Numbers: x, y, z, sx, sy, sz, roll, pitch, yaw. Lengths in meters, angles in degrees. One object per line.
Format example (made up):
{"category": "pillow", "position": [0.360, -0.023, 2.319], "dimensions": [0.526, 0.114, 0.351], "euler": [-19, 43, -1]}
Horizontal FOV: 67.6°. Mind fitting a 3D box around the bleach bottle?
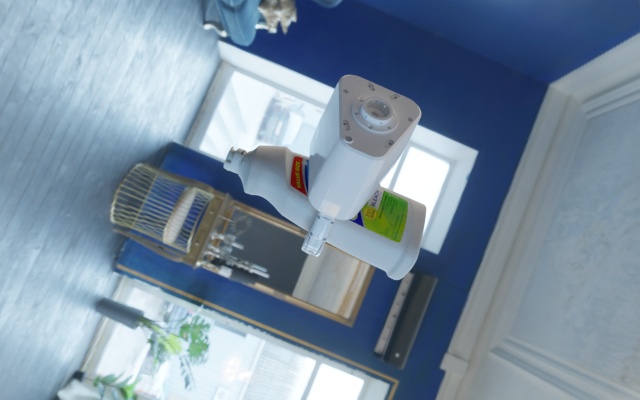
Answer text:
{"category": "bleach bottle", "position": [0.000, 0.002, 0.584], "dimensions": [0.251, 0.102, 0.068], "euler": [23, -37, -2]}
